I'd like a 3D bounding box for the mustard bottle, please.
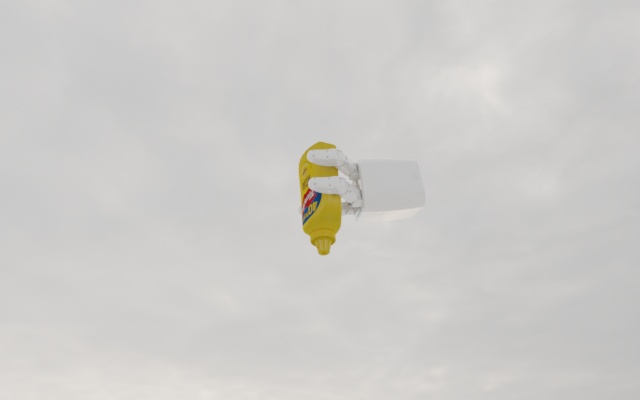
[{"bbox_3d":[0.000,0.002,0.796,0.058,0.191,0.096,12,-36,-24],"label":"mustard bottle"}]
